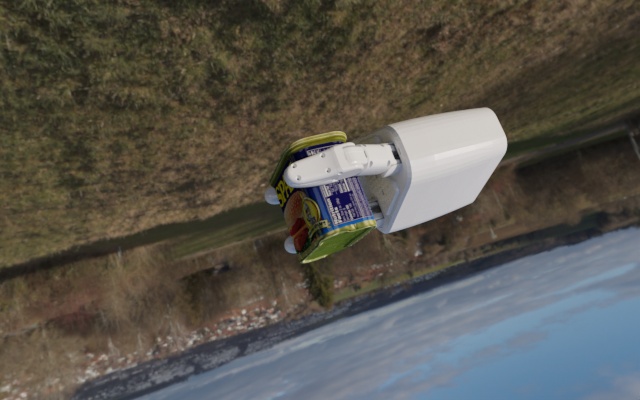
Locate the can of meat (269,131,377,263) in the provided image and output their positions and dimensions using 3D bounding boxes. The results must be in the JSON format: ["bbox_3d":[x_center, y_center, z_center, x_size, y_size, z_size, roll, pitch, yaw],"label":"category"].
[{"bbox_3d":[0.000,0.002,0.420,0.057,0.084,0.102,-15,-15,-21],"label":"can of meat"}]
